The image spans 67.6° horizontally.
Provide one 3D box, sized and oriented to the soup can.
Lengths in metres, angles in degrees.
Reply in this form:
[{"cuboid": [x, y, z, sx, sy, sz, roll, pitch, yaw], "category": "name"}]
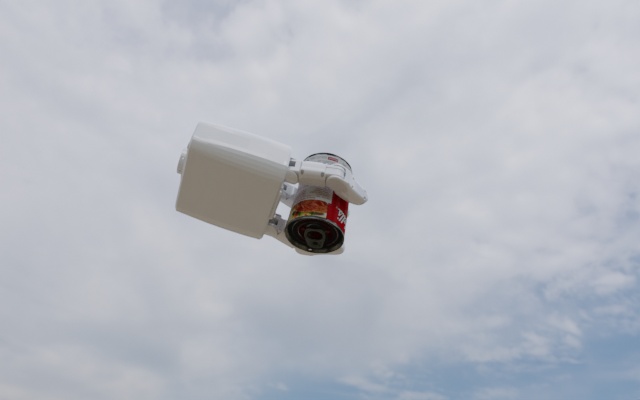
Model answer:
[{"cuboid": [0.001, 0.002, 0.564, 0.068, 0.102, 0.069, 6, -39, 5], "category": "soup can"}]
